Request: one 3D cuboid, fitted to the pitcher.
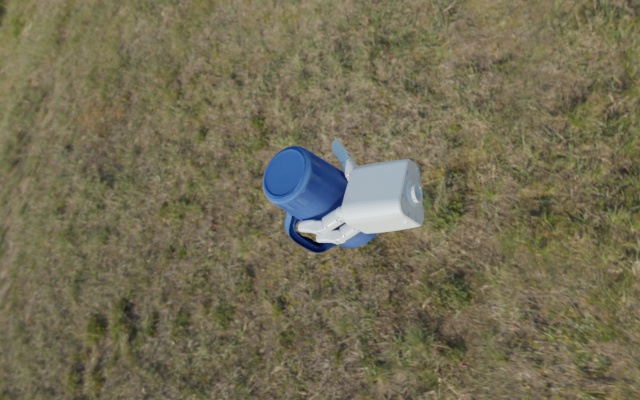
[{"bbox_3d":[0.000,0.003,0.893,0.145,0.149,0.243,-8,-24,35],"label":"pitcher"}]
